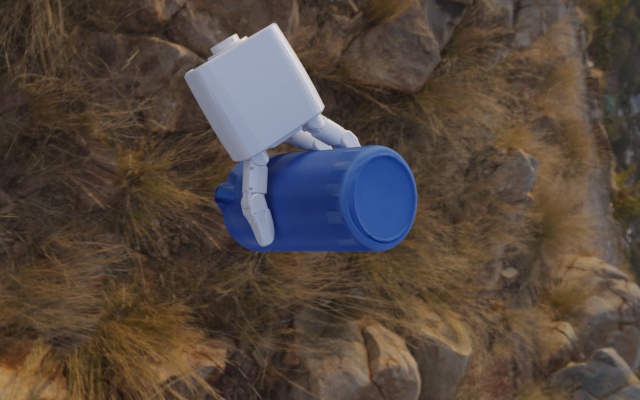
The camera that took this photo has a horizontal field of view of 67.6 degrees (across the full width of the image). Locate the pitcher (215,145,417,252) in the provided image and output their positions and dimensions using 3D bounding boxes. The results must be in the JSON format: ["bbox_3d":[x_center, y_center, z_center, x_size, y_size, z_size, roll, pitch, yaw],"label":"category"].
[{"bbox_3d":[0.000,0.002,0.576,0.149,0.145,0.243,-42,23,-31],"label":"pitcher"}]
